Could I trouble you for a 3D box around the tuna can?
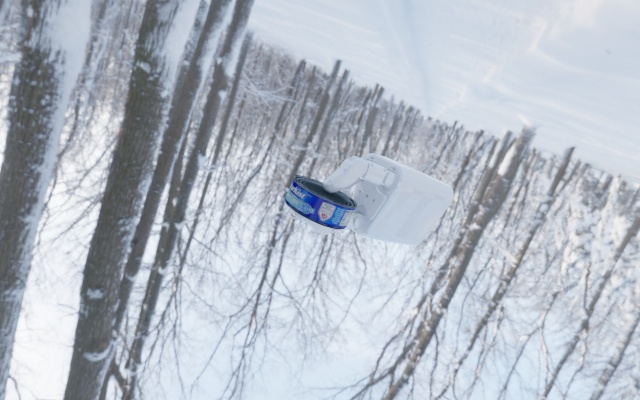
[{"bbox_3d":[0.000,0.002,0.590,0.086,0.034,0.086,24,12,-5],"label":"tuna can"}]
